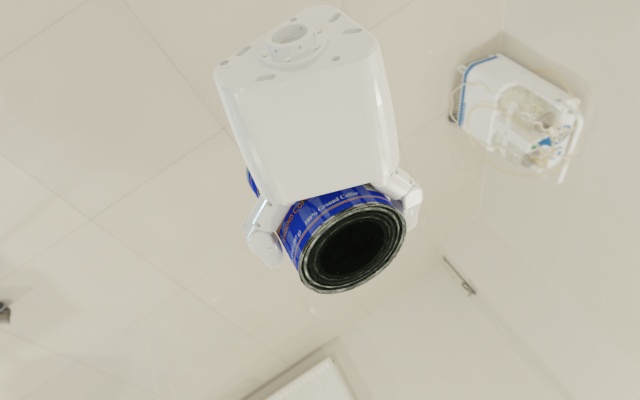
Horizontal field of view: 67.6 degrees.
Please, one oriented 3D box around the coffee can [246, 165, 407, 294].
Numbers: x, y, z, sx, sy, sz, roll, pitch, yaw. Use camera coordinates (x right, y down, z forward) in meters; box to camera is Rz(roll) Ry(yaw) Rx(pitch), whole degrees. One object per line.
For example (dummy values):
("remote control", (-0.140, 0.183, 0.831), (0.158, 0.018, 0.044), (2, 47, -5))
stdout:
("coffee can", (0.000, 0.002, 0.450), (0.103, 0.103, 0.140), (0, 37, -31))
